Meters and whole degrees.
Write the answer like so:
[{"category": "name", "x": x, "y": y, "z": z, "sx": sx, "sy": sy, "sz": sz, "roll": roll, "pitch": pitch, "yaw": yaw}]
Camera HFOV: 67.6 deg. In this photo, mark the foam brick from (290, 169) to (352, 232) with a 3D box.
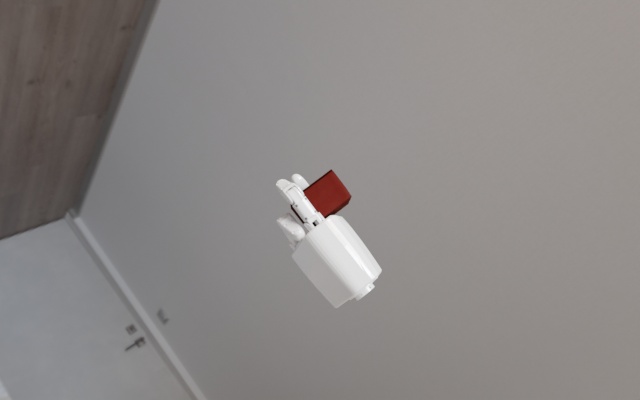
[{"category": "foam brick", "x": 0.000, "y": 0.002, "z": 0.710, "sx": 0.078, "sy": 0.051, "sz": 0.053, "roll": -37, "pitch": -10, "yaw": -11}]
